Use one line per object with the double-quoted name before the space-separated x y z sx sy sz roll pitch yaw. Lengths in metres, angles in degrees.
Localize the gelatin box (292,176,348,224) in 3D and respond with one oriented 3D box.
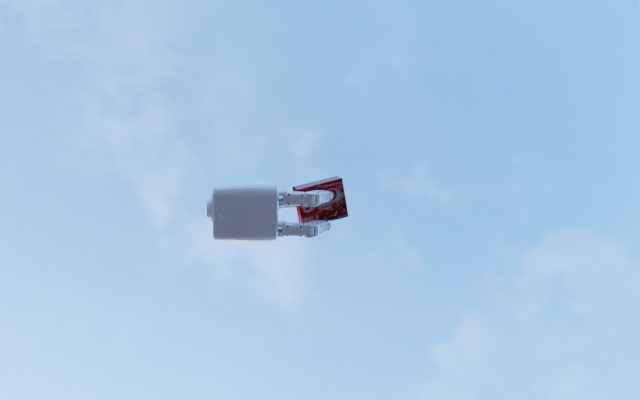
"gelatin box" 0.000 0.003 0.849 0.089 0.073 0.030 -14 17 -14
